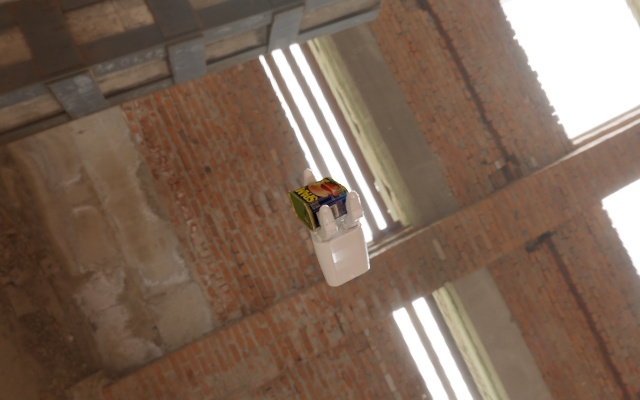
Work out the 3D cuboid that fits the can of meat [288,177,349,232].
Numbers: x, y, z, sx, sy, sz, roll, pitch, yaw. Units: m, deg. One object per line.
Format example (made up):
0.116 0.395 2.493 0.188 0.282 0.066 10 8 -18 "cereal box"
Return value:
0.000 0.003 0.862 0.084 0.057 0.102 -24 27 -16 "can of meat"
